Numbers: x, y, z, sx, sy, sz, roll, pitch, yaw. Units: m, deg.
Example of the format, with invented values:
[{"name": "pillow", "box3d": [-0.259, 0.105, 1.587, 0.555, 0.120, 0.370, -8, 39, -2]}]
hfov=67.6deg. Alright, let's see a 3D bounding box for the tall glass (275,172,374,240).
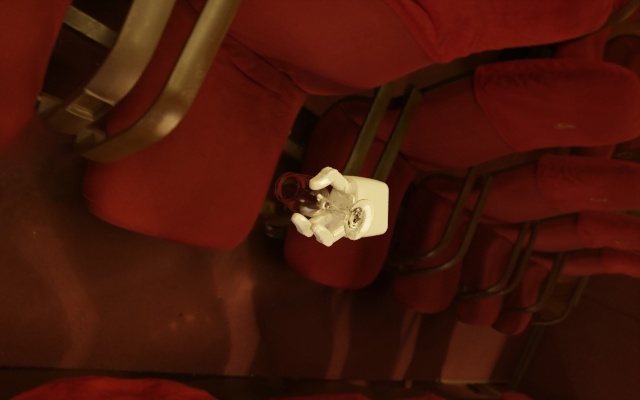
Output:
[{"name": "tall glass", "box3d": [0.001, 0.003, 0.885, 0.079, 0.079, 0.201, 0, 18, -46]}]
